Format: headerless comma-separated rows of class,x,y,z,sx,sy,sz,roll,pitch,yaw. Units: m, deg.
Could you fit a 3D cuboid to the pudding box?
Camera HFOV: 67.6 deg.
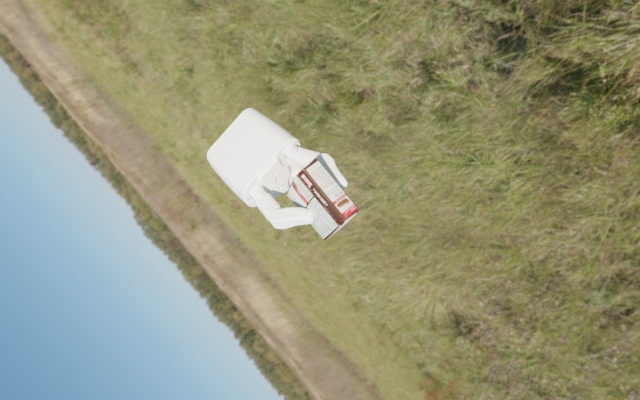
pudding box,0.000,0.002,0.648,0.039,0.090,0.113,-39,-4,-15
